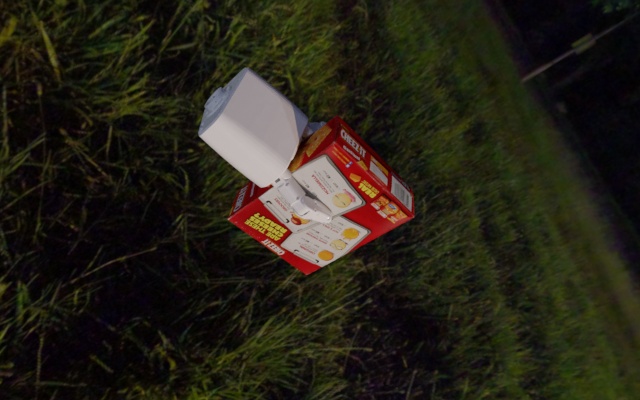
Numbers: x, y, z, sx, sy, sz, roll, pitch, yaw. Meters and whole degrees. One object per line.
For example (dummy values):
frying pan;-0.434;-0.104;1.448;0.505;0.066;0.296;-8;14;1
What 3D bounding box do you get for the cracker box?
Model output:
cracker box;0.000;0.002;0.686;0.214;0.072;0.164;-33;-59;33
